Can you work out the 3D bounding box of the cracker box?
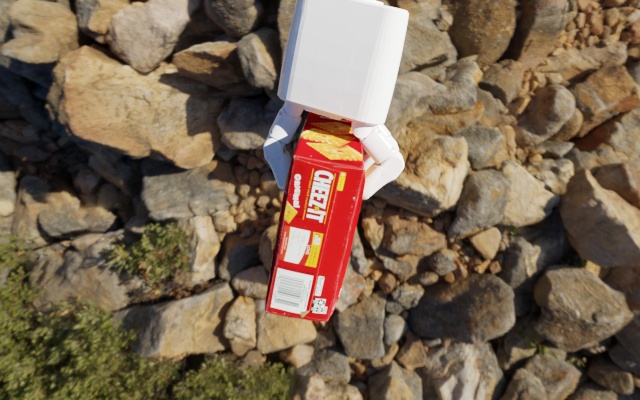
[{"bbox_3d":[0.000,0.002,0.523,0.072,0.164,0.213,11,22,0],"label":"cracker box"}]
